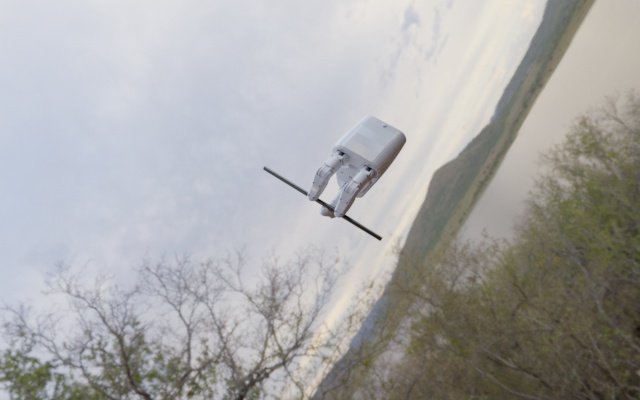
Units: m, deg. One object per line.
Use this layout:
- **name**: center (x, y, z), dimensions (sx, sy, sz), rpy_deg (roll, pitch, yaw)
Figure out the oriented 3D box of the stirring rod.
- **stirring rod**: center (0.000, 0.003, 0.806), dimensions (0.239, 0.011, 0.011), rpy_deg (31, 10, 16)
